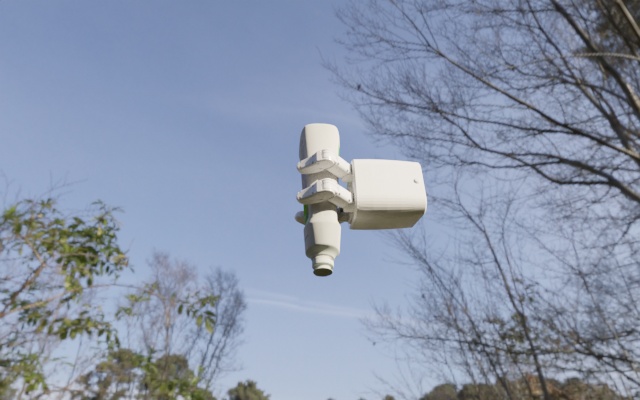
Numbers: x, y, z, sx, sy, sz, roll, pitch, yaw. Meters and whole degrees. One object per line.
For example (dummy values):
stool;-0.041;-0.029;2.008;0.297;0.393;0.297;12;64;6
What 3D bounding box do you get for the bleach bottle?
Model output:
bleach bottle;0.000;0.002;0.747;0.068;0.250;0.103;1;-34;-3
